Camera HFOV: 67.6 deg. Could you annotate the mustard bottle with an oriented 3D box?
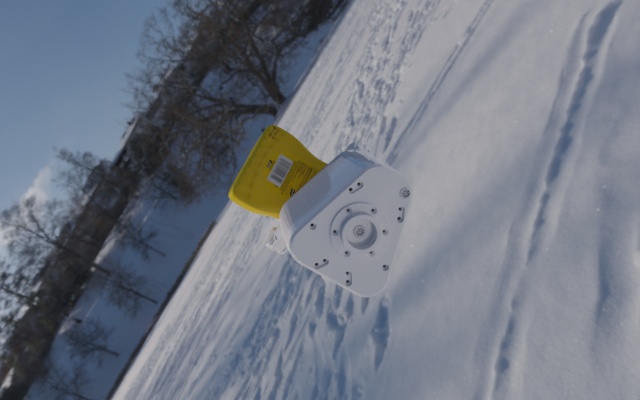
[{"bbox_3d":[0.000,0.002,0.546,0.191,0.096,0.058,30,-18,-12],"label":"mustard bottle"}]
